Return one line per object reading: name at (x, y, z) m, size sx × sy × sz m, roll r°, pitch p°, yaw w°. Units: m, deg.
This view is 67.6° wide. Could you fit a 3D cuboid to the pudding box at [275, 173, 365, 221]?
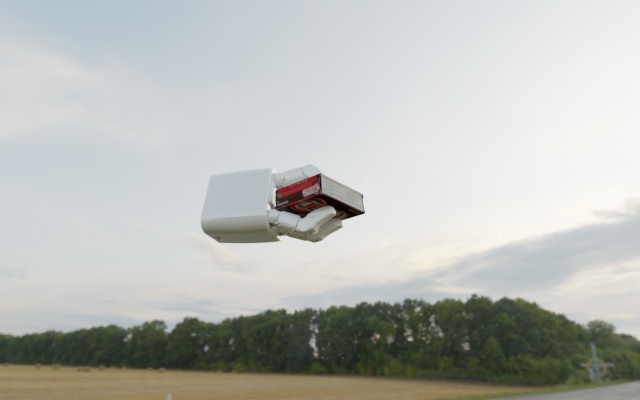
pudding box at (0.000, 0.002, 0.727) m, size 0.090 × 0.039 × 0.113 m, roll -18°, pitch -25°, yaw 35°
